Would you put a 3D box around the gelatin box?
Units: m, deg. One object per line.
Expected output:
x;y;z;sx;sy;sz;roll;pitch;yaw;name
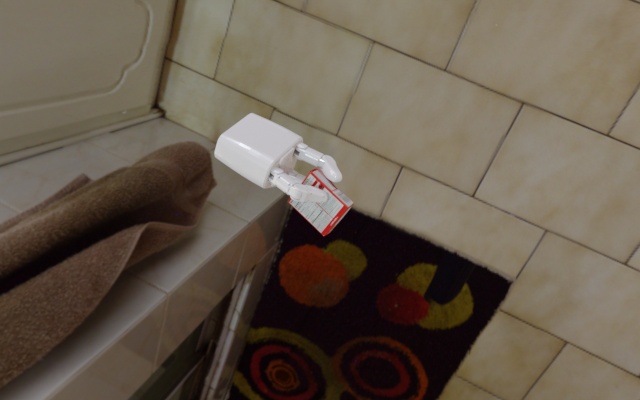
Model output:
0.000;0.003;0.795;0.089;0.073;0.030;44;30;10;gelatin box
